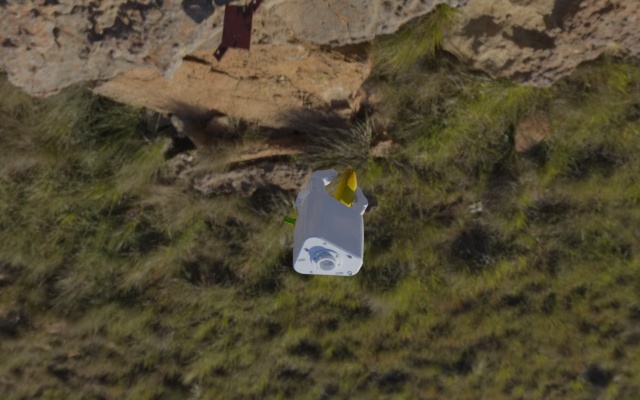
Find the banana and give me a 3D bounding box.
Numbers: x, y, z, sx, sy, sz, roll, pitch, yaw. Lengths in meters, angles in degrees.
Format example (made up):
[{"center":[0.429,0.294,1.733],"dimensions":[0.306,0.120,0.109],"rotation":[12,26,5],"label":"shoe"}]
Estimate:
[{"center":[0.012,0.016,0.907],"dimensions":[0.070,0.037,0.198],"rotation":[39,-54,-19],"label":"banana"}]
